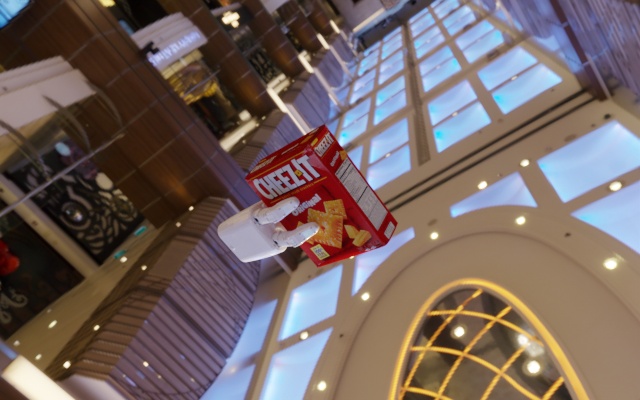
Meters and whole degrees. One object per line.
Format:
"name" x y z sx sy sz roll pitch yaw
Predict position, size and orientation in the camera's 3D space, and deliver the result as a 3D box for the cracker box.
"cracker box" 0.000 0.003 0.803 0.164 0.214 0.072 -23 23 40
